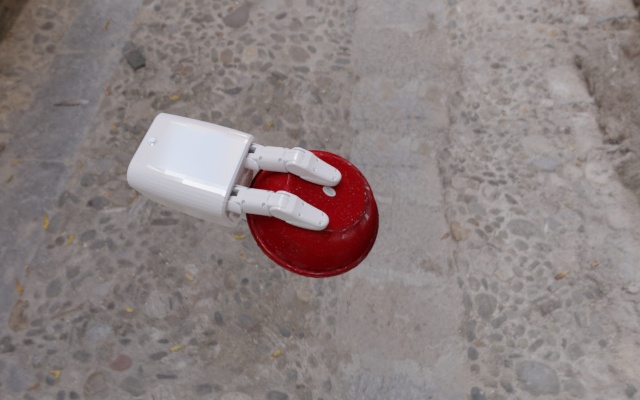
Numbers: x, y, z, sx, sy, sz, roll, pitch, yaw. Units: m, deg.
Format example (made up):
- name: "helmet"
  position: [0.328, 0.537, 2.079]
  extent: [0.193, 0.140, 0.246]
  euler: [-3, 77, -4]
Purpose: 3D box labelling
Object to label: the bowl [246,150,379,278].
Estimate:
- name: "bowl"
  position: [0.001, 0.002, 0.536]
  extent: [0.162, 0.162, 0.055]
  euler: [0, -24, -18]
